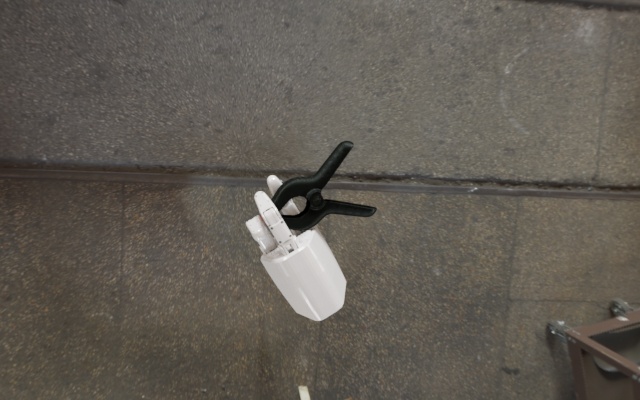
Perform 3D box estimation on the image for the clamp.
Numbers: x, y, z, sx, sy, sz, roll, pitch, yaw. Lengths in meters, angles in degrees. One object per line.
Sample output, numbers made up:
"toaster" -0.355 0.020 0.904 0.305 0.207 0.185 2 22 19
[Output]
"clamp" 0.000 0.002 0.705 0.171 0.120 0.039 -31 9 -5
